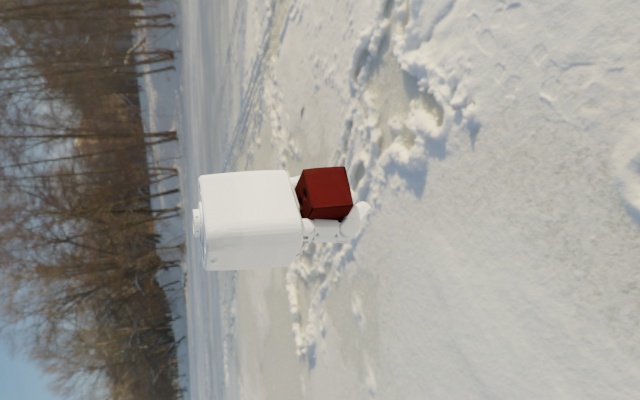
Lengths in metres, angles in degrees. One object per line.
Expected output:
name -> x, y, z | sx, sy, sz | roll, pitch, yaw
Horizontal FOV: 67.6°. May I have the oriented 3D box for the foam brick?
foam brick -> 0.000, 0.002, 0.569 | 0.051, 0.053, 0.078 | -3, -27, -18
